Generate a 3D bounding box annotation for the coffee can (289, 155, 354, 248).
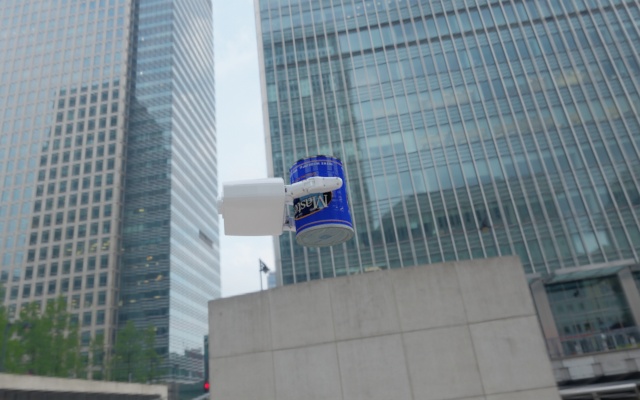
[{"bbox_3d":[0.000,0.003,0.868,0.103,0.140,0.103,-6,-24,-3],"label":"coffee can"}]
